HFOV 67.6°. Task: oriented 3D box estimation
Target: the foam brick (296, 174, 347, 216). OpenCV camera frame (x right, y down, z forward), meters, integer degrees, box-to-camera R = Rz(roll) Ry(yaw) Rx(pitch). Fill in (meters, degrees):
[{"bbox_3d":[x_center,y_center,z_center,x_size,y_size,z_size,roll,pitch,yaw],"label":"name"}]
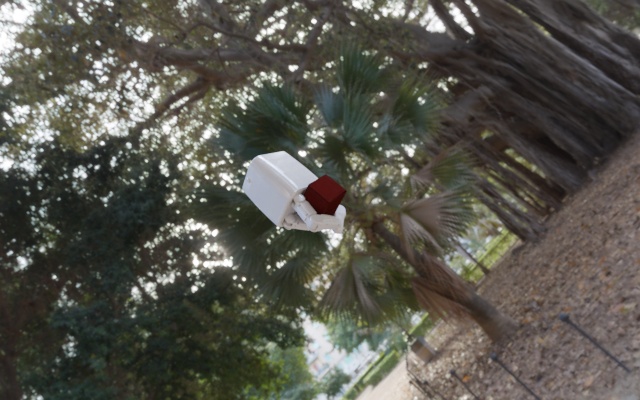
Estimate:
[{"bbox_3d":[0.000,0.003,0.846,0.051,0.078,0.053,42,45,16],"label":"foam brick"}]
